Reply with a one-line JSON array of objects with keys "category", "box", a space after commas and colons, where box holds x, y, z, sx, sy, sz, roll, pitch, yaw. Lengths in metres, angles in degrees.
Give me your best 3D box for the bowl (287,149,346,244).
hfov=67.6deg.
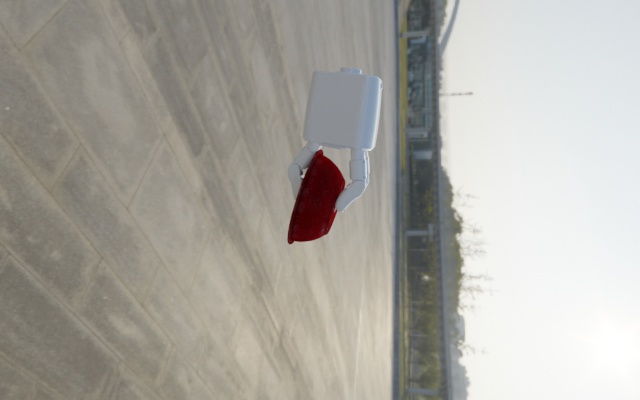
[{"category": "bowl", "box": [0.000, 0.004, 0.766, 0.055, 0.162, 0.162, 19, 2, 6]}]
